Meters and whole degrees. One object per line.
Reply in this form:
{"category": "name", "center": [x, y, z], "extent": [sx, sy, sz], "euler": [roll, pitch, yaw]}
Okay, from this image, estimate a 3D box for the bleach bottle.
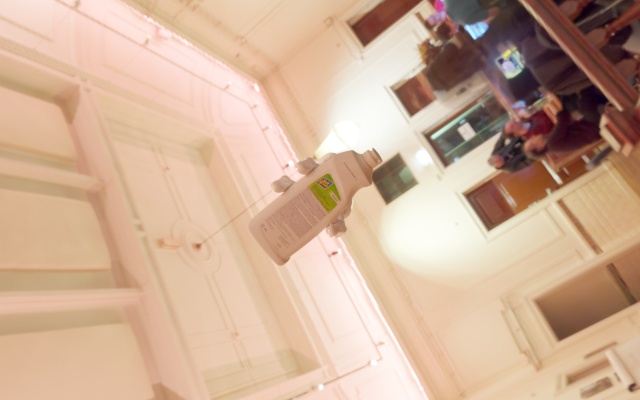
{"category": "bleach bottle", "center": [0.000, 0.003, 0.803], "extent": [0.251, 0.102, 0.068], "euler": [-36, 10, 18]}
